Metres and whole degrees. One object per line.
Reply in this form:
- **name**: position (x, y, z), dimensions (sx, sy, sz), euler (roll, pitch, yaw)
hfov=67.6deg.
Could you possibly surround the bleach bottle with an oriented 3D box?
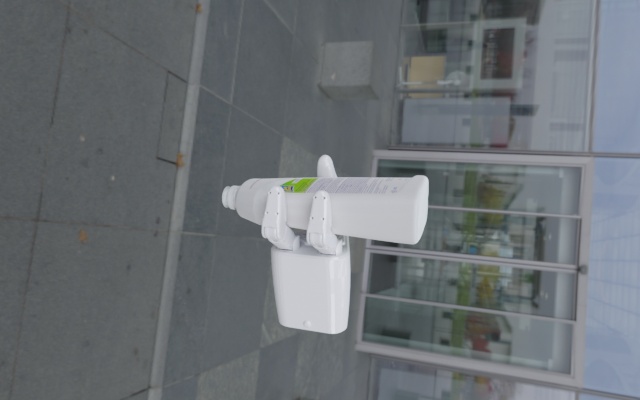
- **bleach bottle**: position (0.000, 0.002, 0.590), dimensions (0.251, 0.068, 0.102), euler (4, 18, 19)
